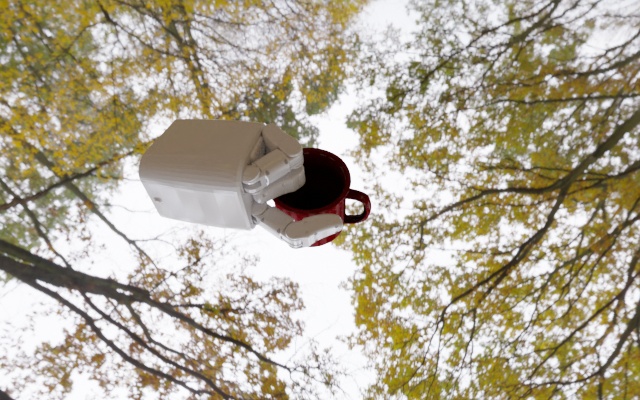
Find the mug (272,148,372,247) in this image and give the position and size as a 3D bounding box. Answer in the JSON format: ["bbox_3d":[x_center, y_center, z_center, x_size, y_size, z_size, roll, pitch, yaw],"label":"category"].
[{"bbox_3d":[0.002,0.002,0.547,0.117,0.093,0.082,7,-36,7],"label":"mug"}]
